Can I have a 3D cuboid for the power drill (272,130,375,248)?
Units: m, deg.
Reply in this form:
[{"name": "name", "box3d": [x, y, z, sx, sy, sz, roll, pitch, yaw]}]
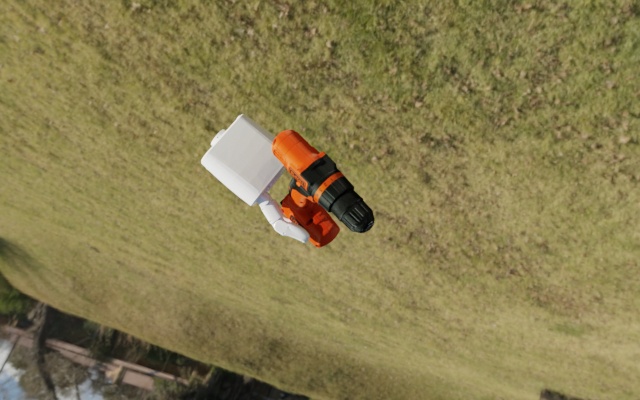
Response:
[{"name": "power drill", "box3d": [0.000, 0.002, 0.712, 0.057, 0.184, 0.188, -36, -18, -20]}]
